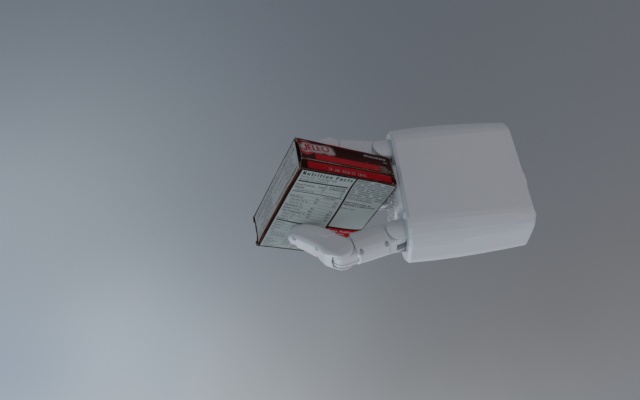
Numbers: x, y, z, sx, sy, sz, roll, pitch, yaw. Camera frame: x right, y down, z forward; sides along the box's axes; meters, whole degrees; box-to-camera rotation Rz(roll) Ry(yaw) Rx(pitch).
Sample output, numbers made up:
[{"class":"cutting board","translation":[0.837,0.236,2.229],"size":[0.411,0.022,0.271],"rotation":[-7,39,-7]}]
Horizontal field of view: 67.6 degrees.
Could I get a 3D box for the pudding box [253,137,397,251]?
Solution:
[{"class":"pudding box","translation":[0.000,0.002,0.422],"size":[0.090,0.039,0.114],"rotation":[10,-44,-23]}]
